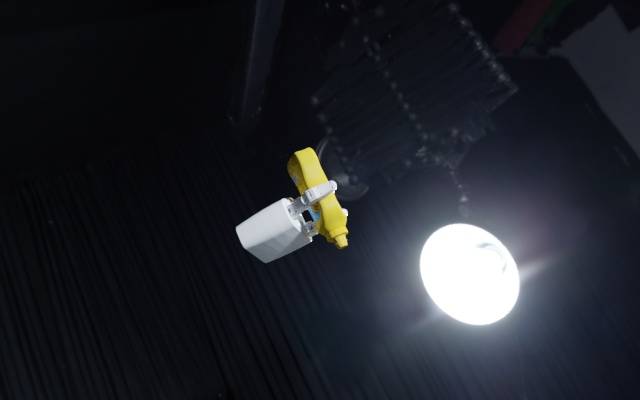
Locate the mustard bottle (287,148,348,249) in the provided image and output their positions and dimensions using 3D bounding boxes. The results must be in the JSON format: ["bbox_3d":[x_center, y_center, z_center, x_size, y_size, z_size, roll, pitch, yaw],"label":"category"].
[{"bbox_3d":[0.000,0.003,0.894,0.058,0.191,0.096,-21,-18,-16],"label":"mustard bottle"}]
